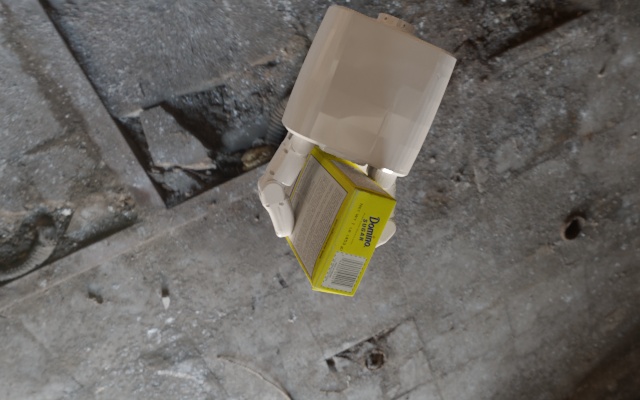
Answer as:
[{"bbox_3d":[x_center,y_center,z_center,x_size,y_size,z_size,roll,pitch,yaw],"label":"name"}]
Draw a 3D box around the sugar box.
[{"bbox_3d":[0.001,0.002,0.449,0.048,0.093,0.176,16,17,-22],"label":"sugar box"}]
